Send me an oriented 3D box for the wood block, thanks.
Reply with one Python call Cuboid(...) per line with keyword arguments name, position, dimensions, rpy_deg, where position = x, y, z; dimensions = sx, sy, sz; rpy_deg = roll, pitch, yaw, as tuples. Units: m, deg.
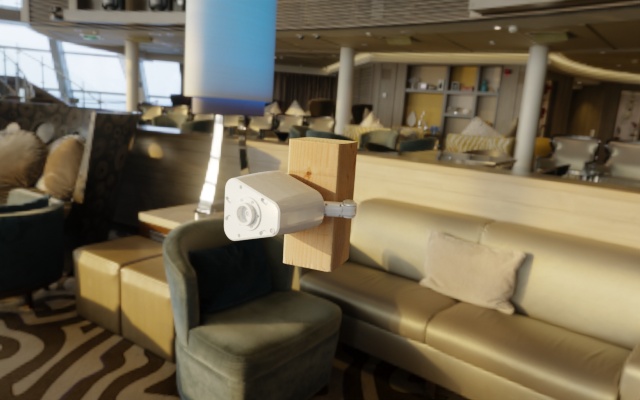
Cuboid(name="wood block", position=(0.000, 0.003, 0.798), dimensions=(0.091, 0.206, 0.090), rpy_deg=(8, 12, 21))
